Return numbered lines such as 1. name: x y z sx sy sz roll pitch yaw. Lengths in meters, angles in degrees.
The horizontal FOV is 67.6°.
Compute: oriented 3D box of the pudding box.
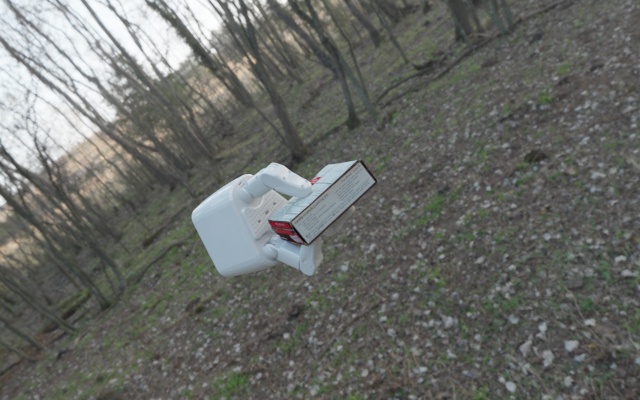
1. pudding box: 0.000 0.002 0.554 0.113 0.039 0.090 -44 15 -16
